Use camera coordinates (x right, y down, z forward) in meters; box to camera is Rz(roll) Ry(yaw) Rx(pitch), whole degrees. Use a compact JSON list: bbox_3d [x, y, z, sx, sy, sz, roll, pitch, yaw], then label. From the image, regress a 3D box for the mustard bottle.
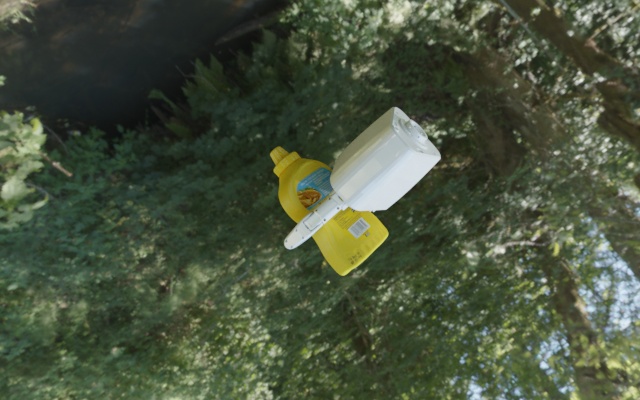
[{"bbox_3d":[0.000,0.003,0.648,0.096,0.191,0.058,-37,-6,-39],"label":"mustard bottle"}]
